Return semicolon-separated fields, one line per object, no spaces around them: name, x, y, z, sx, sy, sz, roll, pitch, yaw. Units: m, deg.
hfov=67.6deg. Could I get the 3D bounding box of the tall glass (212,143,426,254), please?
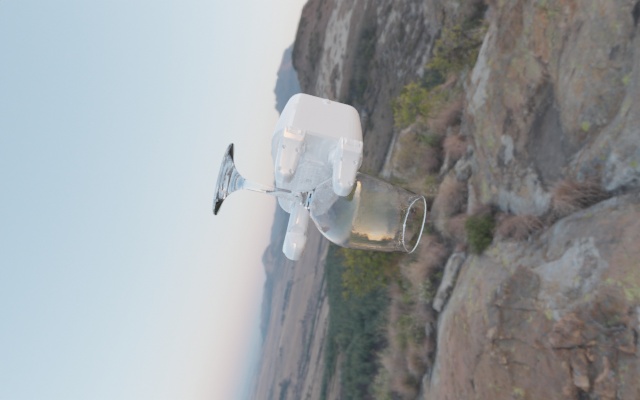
tall glass;-0.001;0.002;0.480;0.201;0.079;0.079;14;-1;-4
